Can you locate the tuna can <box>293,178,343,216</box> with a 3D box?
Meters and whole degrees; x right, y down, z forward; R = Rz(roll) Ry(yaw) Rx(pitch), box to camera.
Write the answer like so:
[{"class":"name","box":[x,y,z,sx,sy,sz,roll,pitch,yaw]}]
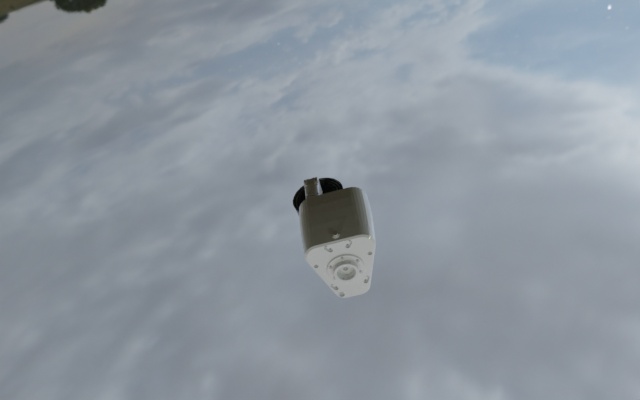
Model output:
[{"class":"tuna can","box":[0.000,0.003,0.782,0.086,0.034,0.086,-14,38,11]}]
